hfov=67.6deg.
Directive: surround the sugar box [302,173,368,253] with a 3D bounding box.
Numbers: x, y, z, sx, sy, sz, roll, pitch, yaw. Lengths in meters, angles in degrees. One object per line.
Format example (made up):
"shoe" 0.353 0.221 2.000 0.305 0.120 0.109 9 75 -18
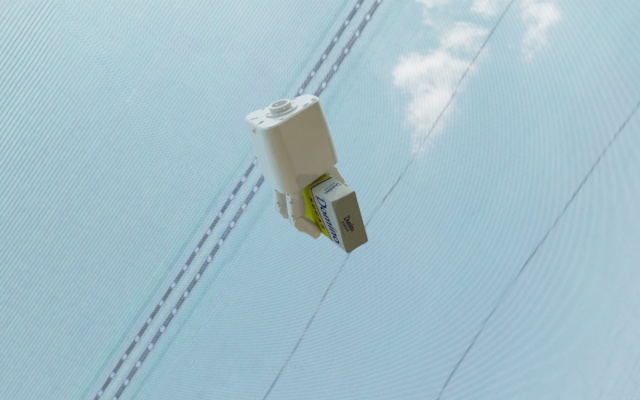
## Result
"sugar box" 0.000 0.003 0.741 0.048 0.093 0.176 -28 32 -16
